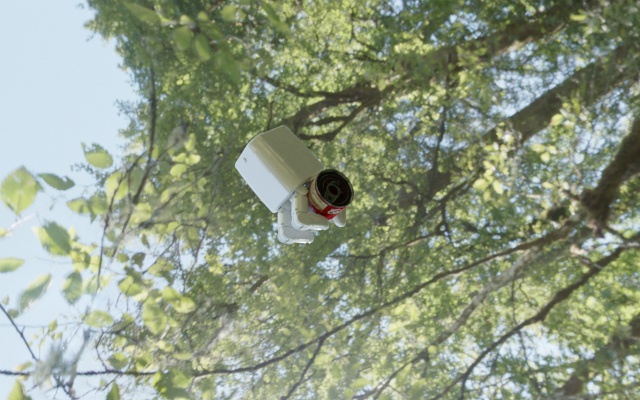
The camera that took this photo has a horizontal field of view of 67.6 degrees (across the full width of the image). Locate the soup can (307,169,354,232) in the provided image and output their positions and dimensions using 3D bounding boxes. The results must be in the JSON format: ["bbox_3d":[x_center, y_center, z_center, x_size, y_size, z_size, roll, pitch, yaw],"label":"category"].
[{"bbox_3d":[0.000,0.003,0.783,0.068,0.068,0.102,0,-27,-31],"label":"soup can"}]
